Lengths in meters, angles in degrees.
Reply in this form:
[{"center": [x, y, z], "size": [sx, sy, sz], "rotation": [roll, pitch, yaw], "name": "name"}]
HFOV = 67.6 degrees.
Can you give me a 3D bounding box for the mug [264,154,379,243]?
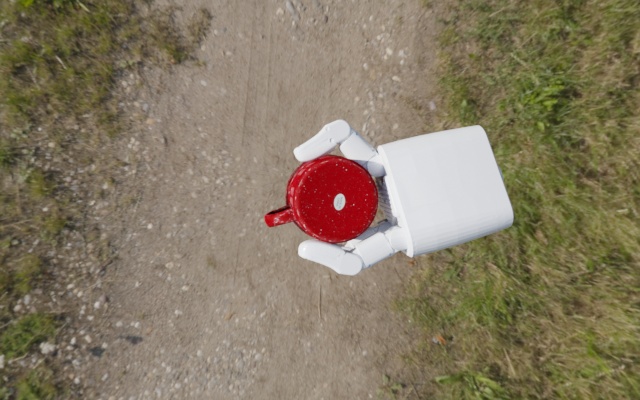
[{"center": [-0.001, 0.002, 0.478], "size": [0.117, 0.093, 0.081], "rotation": [-16, 4, -4], "name": "mug"}]
